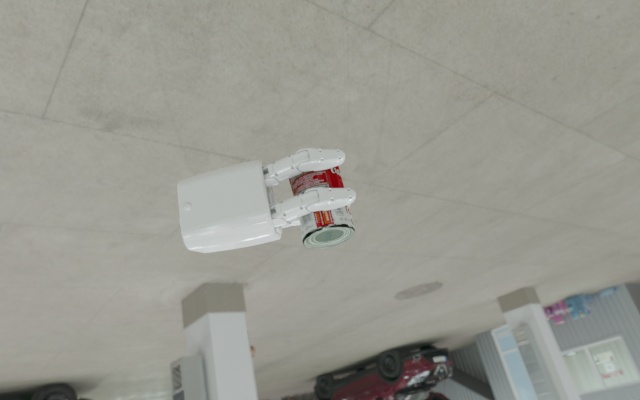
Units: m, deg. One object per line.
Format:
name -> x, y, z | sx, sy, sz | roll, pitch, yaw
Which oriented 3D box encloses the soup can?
soup can -> 0.001, 0.002, 0.603 | 0.068, 0.102, 0.068 | -11, -26, -5
